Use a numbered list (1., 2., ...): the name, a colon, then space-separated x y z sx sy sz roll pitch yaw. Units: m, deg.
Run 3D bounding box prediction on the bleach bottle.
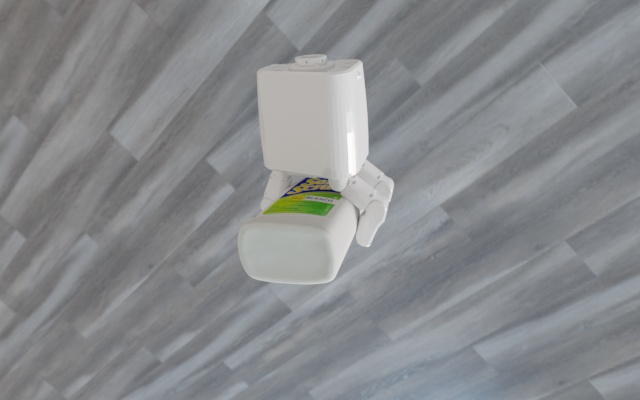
1. bleach bottle: 0.000 0.002 0.555 0.102 0.068 0.250 2 24 15
